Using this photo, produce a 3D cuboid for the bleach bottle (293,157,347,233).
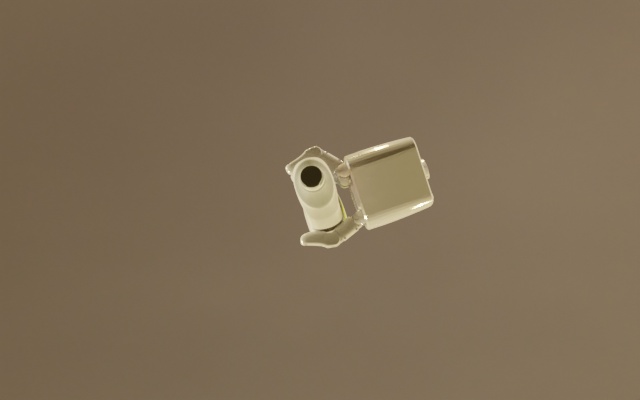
[{"bbox_3d":[0.000,0.002,0.708,0.068,0.102,0.251,-19,-12,0],"label":"bleach bottle"}]
